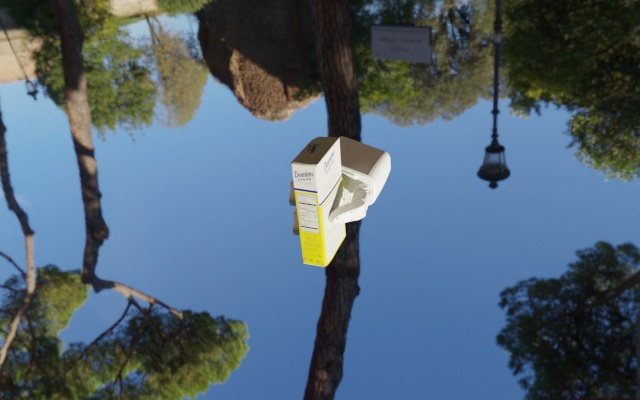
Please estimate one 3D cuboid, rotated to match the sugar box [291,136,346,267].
[{"bbox_3d":[0.000,0.002,0.715,0.048,0.176,0.093,6,32,22],"label":"sugar box"}]
